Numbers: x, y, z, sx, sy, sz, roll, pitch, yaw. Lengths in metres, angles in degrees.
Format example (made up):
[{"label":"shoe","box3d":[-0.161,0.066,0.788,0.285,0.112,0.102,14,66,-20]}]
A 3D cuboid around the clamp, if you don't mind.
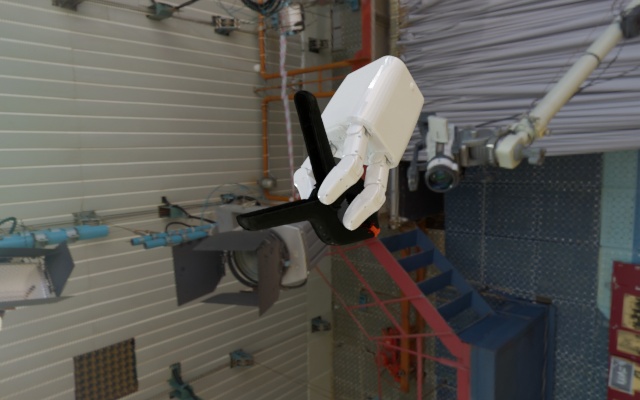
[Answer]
[{"label":"clamp","box3d":[0.000,0.002,0.556,0.036,0.164,0.210,10,-27,44]}]
